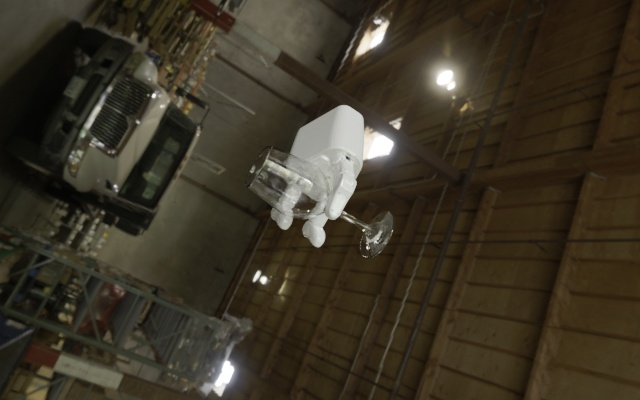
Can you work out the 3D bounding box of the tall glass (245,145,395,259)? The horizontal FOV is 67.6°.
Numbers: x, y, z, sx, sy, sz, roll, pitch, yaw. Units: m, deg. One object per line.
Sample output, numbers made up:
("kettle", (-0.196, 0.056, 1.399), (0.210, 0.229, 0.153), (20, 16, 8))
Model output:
("tall glass", (0.001, 0.003, 0.646), (0.201, 0.079, 0.079), (30, -11, -20))
